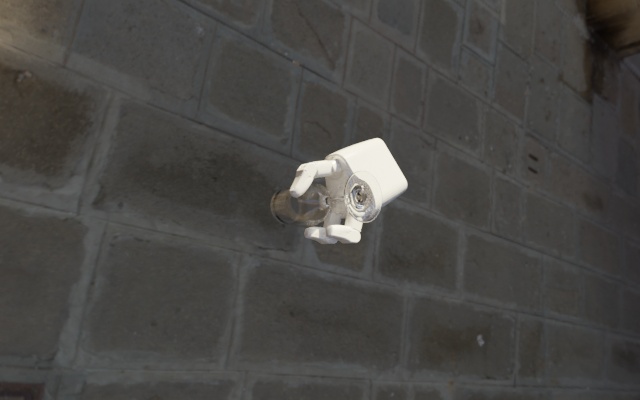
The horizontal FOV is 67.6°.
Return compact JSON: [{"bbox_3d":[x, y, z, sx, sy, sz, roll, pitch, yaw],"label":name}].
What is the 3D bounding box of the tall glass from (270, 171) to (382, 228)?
[{"bbox_3d":[0.000,0.002,0.753,0.079,0.079,0.201,0,-5,-39],"label":"tall glass"}]
